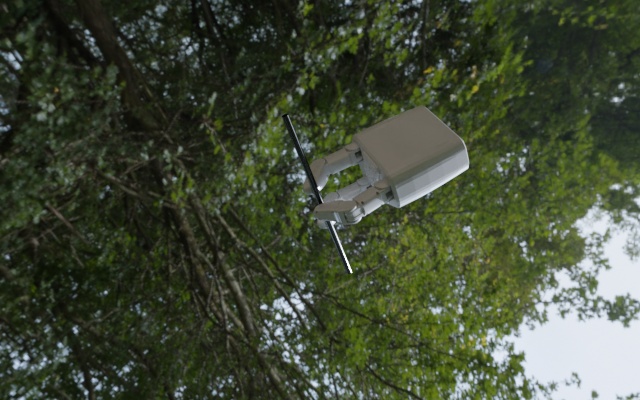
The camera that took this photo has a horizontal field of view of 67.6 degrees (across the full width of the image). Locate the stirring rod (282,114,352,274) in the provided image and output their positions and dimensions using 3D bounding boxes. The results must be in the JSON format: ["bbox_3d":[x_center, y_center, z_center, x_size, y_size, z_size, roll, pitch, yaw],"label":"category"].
[{"bbox_3d":[0.000,0.002,0.588,0.011,0.240,0.011,-16,31,10],"label":"stirring rod"}]
